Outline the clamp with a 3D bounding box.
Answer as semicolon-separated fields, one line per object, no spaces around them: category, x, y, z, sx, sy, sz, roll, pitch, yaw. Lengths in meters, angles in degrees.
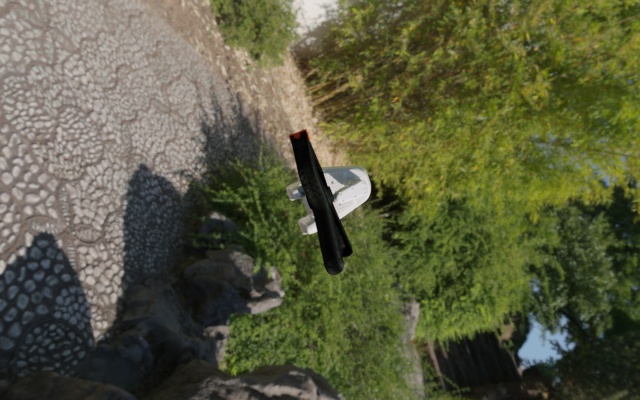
clamp;0.001;0.001;0.678;0.036;0.210;0.164;-19;6;8
